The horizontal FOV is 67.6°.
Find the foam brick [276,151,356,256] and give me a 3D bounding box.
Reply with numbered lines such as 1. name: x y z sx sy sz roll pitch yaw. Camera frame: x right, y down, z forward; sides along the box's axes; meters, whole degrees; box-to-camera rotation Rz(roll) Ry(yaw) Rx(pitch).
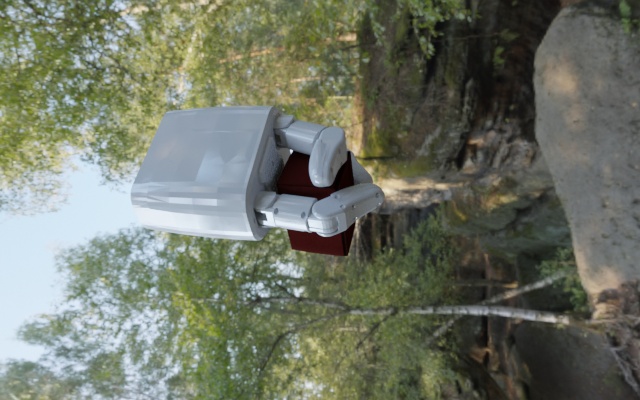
1. foam brick: 0.000 0.002 0.412 0.051 0.078 0.053 3 40 15
